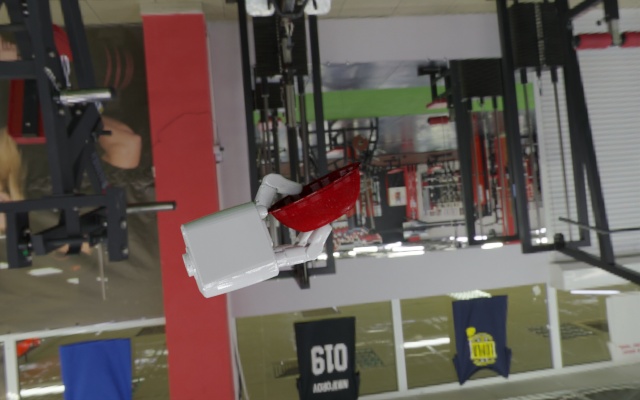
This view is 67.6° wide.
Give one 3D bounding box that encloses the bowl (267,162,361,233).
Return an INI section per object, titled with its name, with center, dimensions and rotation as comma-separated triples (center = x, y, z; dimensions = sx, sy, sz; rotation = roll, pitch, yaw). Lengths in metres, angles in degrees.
[bowl]
center = 0.001, 0.002, 0.718
dimensions = 0.162, 0.055, 0.162
rotation = -28, 7, 4
